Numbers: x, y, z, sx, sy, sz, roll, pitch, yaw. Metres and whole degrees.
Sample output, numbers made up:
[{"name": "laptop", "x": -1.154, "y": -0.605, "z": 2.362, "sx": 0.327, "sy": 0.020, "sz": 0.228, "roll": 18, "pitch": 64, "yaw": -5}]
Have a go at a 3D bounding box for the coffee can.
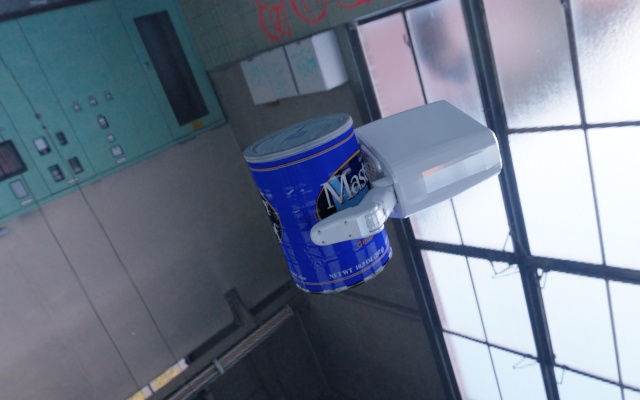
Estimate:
[{"name": "coffee can", "x": 0.000, "y": 0.001, "z": 0.453, "sx": 0.103, "sy": 0.140, "sz": 0.102, "roll": -17, "pitch": 19, "yaw": 6}]
